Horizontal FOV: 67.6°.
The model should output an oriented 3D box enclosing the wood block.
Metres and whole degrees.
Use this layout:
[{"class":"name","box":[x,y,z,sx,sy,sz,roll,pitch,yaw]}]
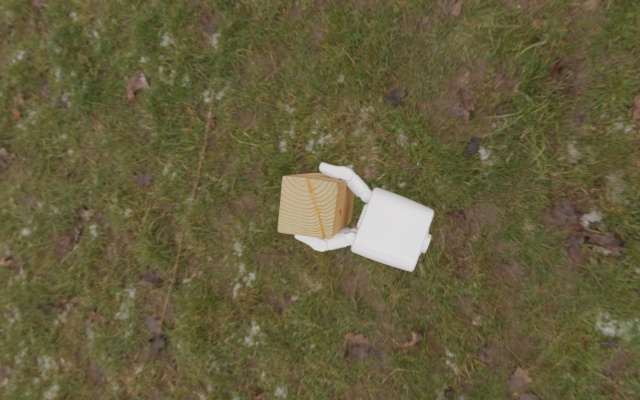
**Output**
[{"class":"wood block","box":[0.001,0.002,0.832,0.090,0.091,0.206,8,6,11]}]
